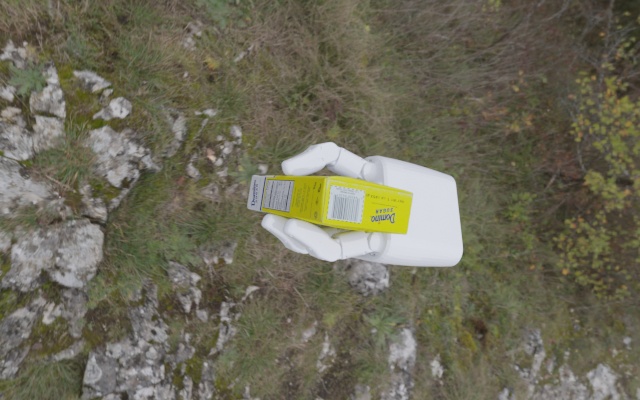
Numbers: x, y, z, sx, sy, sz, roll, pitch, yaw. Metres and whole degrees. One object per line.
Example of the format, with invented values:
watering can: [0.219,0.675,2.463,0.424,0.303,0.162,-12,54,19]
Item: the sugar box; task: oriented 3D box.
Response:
sugar box: [0.000,0.002,0.484,0.093,0.048,0.176,10,-5,-28]
